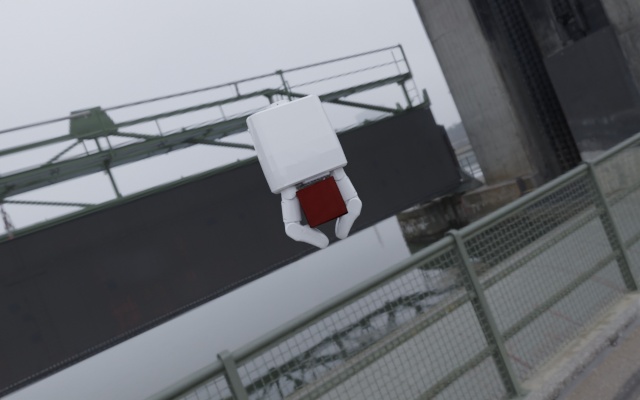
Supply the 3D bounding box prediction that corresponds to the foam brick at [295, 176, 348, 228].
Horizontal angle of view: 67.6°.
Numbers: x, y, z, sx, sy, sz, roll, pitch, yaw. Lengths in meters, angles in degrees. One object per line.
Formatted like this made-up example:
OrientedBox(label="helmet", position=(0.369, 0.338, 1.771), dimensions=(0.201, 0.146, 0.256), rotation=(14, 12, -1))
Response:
OrientedBox(label="foam brick", position=(0.000, 0.002, 0.627), dimensions=(0.053, 0.051, 0.078), rotation=(-22, 1, -3))
